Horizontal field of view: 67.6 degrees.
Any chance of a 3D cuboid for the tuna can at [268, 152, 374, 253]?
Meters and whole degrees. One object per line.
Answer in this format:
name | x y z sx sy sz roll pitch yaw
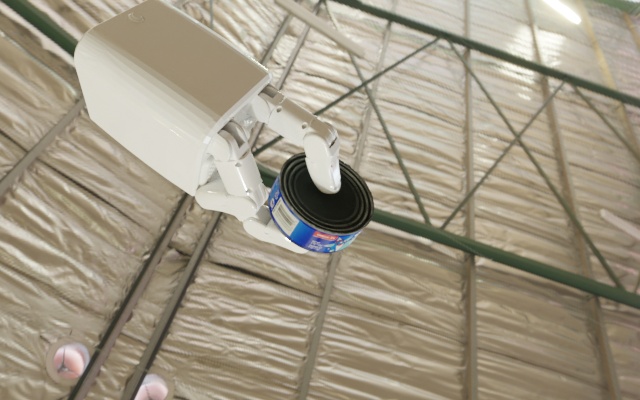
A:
tuna can | 0.000 0.002 0.404 0.086 0.086 0.034 0 -37 -30
